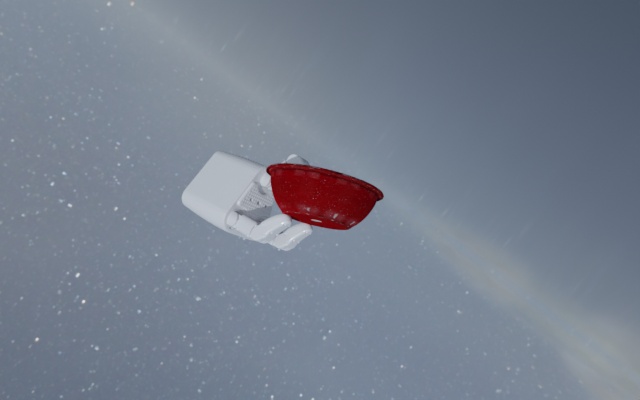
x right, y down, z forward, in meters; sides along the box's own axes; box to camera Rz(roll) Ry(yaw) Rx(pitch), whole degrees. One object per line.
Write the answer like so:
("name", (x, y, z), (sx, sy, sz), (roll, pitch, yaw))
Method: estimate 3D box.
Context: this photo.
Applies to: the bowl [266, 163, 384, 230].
("bowl", (0.001, 0.003, 0.636), (0.162, 0.055, 0.162), (13, -11, 2))
